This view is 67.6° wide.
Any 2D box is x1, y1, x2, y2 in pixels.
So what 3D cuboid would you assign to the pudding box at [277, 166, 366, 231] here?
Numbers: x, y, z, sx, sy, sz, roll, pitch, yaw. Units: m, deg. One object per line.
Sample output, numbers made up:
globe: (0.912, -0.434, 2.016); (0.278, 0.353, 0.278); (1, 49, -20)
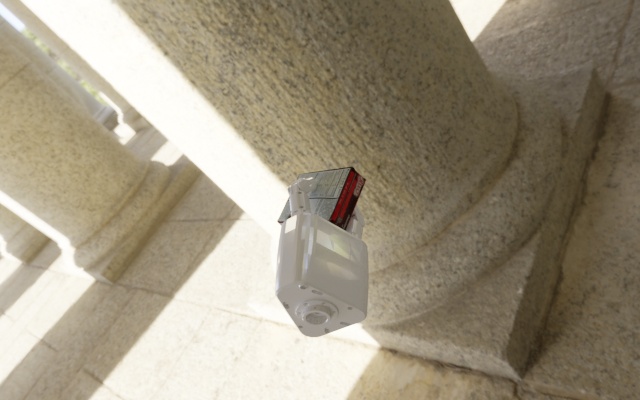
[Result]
pudding box: (0.000, 0.002, 0.670); (0.113, 0.090, 0.039); (-2, -36, 45)
